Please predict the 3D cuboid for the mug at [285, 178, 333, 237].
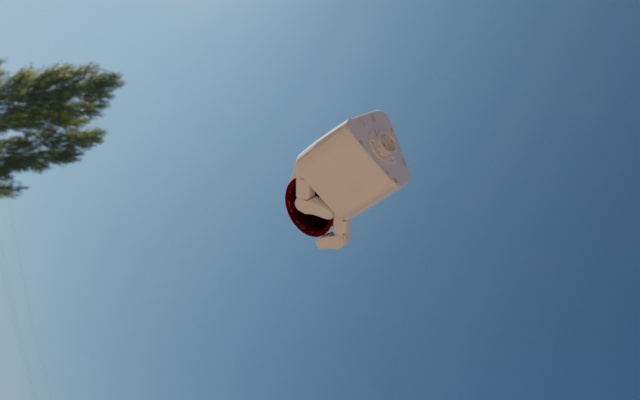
[{"bbox_3d":[-0.001,0.003,0.733,0.081,0.093,0.117,-26,-5,-44],"label":"mug"}]
